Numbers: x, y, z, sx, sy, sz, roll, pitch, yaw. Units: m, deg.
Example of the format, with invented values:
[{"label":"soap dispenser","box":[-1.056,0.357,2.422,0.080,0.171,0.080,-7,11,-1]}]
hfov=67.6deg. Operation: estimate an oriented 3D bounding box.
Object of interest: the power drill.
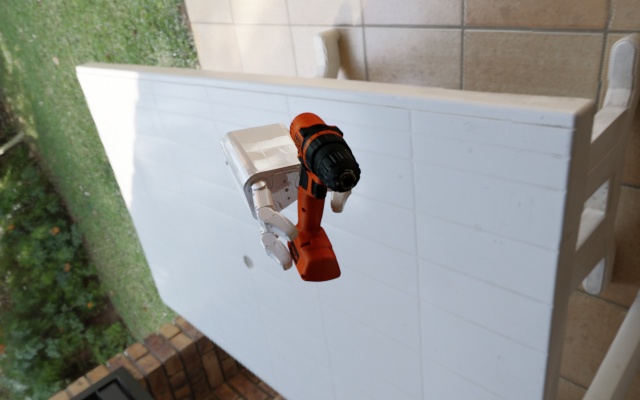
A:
[{"label":"power drill","box":[0.000,0.002,0.579,0.057,0.188,0.184,-2,26,-14]}]
